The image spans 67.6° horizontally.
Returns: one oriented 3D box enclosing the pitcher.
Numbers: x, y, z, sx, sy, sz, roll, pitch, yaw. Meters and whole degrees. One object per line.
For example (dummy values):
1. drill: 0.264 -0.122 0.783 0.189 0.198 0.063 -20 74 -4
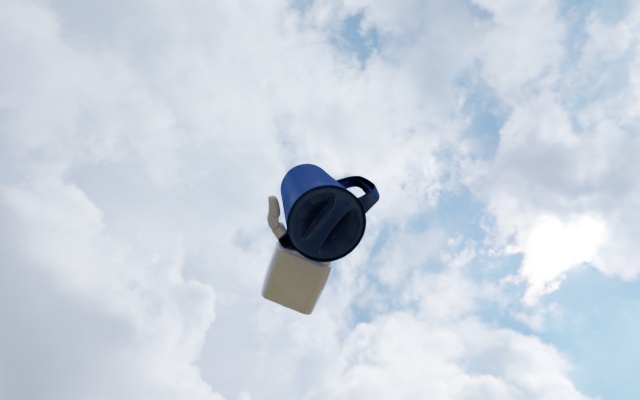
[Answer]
1. pitcher: 0.000 0.003 0.883 0.149 0.145 0.242 15 13 -15
